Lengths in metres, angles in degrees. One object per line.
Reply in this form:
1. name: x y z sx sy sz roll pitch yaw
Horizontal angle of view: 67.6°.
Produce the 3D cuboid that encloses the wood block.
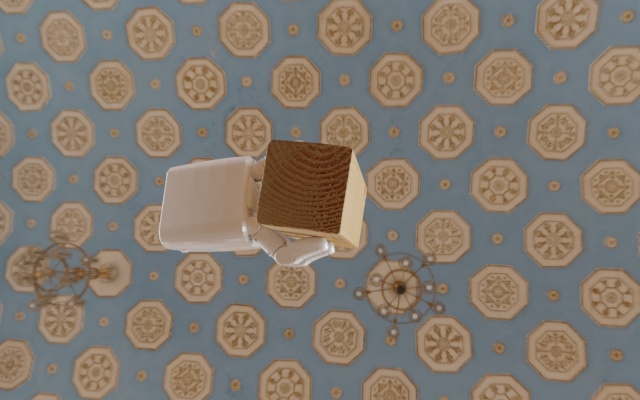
1. wood block: 0.000 0.002 0.576 0.090 0.091 0.206 7 -8 10
